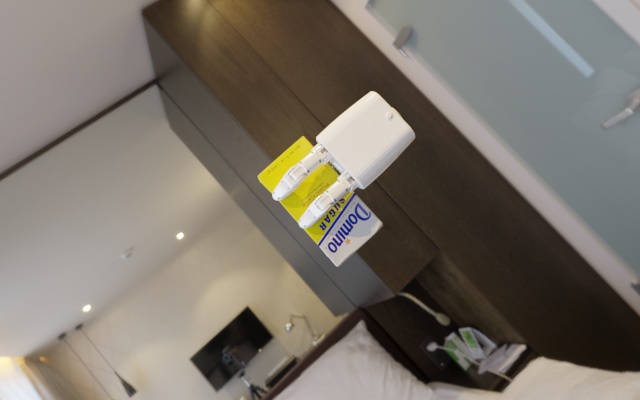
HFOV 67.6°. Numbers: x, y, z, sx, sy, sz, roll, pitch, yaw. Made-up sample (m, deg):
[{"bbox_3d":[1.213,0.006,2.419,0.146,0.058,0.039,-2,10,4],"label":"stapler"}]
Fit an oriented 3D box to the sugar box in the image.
[{"bbox_3d":[0.000,0.002,0.703,0.093,0.176,0.048,-43,-6,-3],"label":"sugar box"}]
